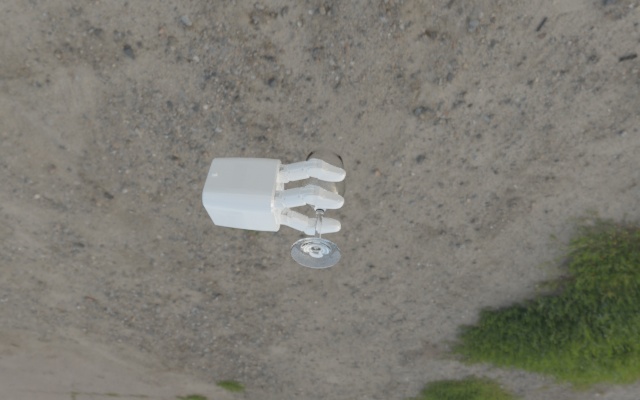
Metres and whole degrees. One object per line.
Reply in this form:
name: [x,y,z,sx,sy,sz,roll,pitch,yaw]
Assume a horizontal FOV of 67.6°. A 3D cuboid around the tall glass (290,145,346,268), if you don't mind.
tall glass: [0.000,0.003,0.754,0.079,0.200,0.079,3,-41,3]
